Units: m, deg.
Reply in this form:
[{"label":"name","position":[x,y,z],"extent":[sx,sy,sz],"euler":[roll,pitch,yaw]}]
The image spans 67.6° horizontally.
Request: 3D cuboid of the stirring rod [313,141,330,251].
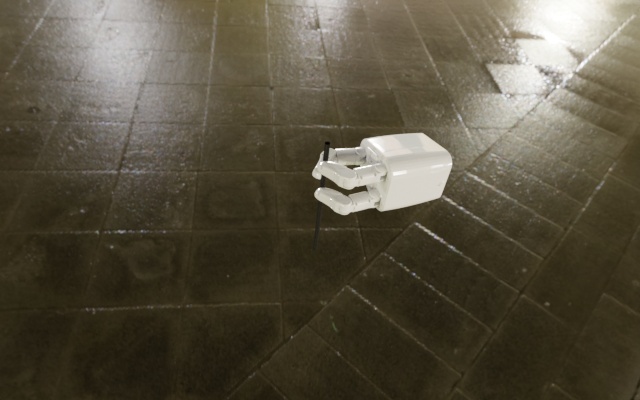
[{"label":"stirring rod","position":[0.000,0.003,0.758],"extent":[0.011,0.011,0.240],"euler":[0,-44,-6]}]
